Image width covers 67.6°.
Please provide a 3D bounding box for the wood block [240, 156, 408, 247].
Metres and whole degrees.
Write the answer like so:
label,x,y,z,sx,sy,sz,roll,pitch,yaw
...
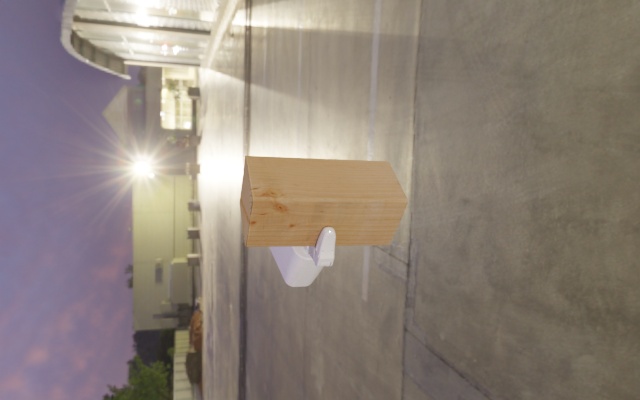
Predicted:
label,x,y,z,sx,sy,sz,roll,pitch,yaw
wood block,0.000,0.003,0.654,0.206,0.090,0.090,0,43,-17
